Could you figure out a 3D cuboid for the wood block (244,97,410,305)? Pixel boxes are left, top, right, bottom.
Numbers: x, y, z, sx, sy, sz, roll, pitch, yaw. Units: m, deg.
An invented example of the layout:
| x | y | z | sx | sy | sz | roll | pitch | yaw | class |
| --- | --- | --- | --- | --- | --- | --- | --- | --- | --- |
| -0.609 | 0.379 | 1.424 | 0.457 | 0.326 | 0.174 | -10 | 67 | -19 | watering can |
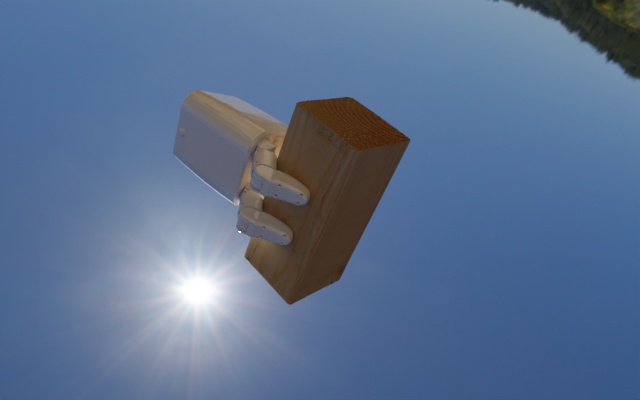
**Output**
| x | y | z | sx | sy | sz | roll | pitch | yaw | class |
| --- | --- | --- | --- | --- | --- | --- | --- | --- | --- |
| 0.000 | 0.002 | 0.524 | 0.090 | 0.206 | 0.091 | 41 | 37 | 26 | wood block |
